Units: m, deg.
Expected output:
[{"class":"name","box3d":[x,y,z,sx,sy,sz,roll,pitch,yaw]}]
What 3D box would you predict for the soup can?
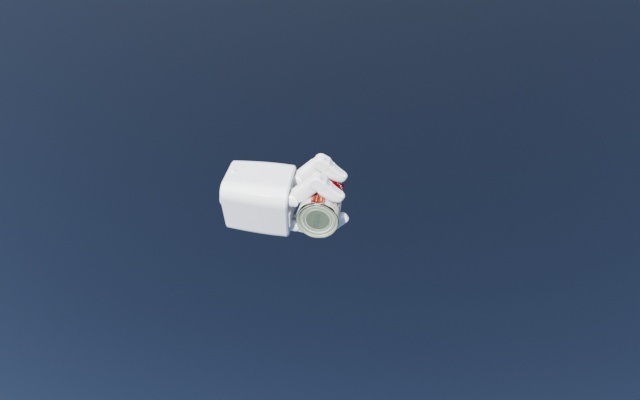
[{"class":"soup can","box3d":[0.001,0.003,0.763,0.068,0.069,0.102,0,35,8]}]
